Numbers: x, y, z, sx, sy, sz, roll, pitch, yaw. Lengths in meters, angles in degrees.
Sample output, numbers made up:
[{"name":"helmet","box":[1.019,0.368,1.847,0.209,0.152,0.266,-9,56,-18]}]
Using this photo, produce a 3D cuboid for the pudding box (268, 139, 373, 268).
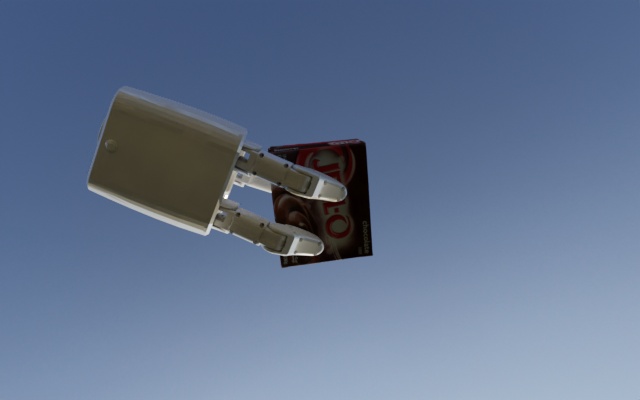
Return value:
[{"name":"pudding box","box":[0.000,0.001,0.454,0.090,0.113,0.039,-7,17,-5]}]
